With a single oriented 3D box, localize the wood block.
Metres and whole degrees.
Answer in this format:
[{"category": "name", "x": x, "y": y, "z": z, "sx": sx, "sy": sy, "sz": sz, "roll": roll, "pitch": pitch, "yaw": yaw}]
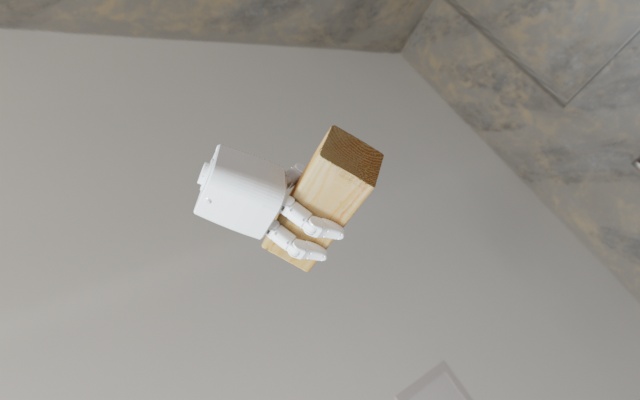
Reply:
[{"category": "wood block", "x": 0.000, "y": 0.002, "z": 0.724, "sx": 0.090, "sy": 0.206, "sz": 0.090, "roll": 30, "pitch": 39, "yaw": -7}]
